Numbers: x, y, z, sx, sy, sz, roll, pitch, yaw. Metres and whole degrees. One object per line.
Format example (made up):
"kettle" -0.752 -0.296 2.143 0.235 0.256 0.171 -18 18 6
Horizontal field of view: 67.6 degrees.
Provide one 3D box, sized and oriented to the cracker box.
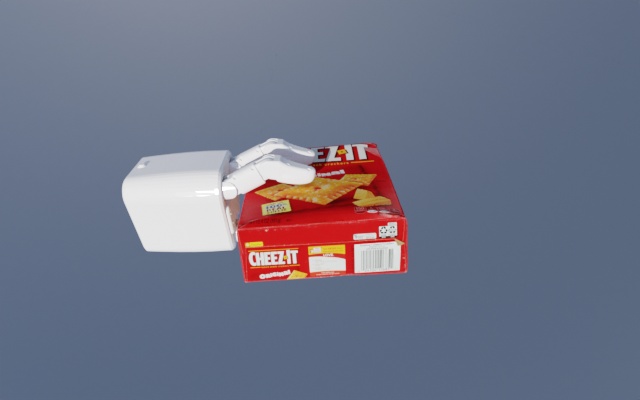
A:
"cracker box" 0.000 0.002 0.550 0.164 0.072 0.213 -4 27 0
